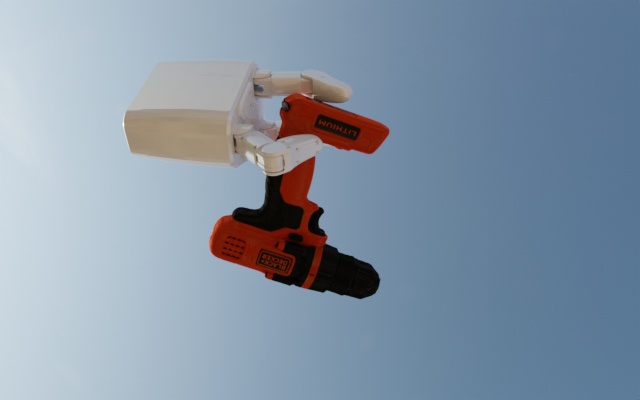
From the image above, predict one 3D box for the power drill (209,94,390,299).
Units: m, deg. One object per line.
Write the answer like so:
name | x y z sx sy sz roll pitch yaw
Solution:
power drill | 0.000 0.001 0.480 0.184 0.188 0.057 18 13 -12
